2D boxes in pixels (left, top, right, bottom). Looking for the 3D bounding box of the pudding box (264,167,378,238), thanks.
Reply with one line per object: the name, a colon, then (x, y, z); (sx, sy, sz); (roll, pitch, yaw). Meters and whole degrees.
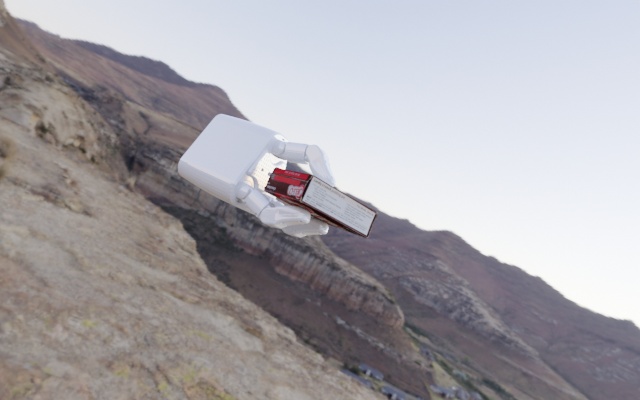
pudding box: (0.000, 0.002, 0.580); (0.113, 0.039, 0.090); (27, -5, -34)
